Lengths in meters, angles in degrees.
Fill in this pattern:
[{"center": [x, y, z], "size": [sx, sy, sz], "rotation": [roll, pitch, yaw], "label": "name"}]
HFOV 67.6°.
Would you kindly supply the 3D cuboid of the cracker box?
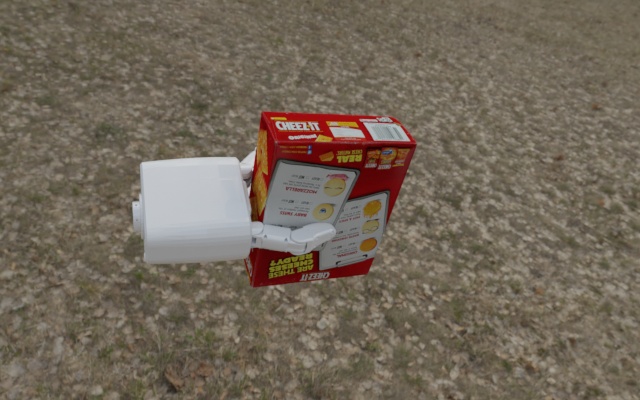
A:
[{"center": [0.000, 0.002, 0.573], "size": [0.164, 0.214, 0.072], "rotation": [-3, 41, -21], "label": "cracker box"}]
